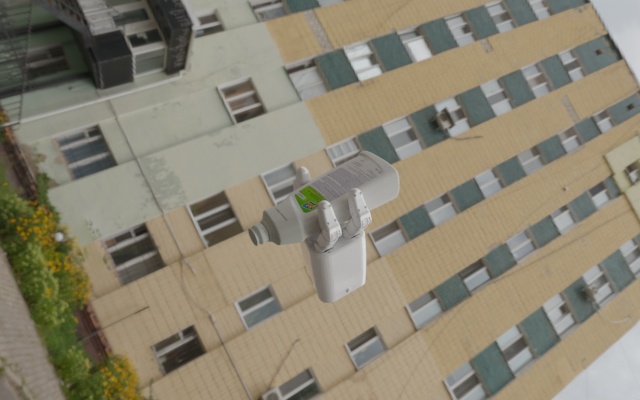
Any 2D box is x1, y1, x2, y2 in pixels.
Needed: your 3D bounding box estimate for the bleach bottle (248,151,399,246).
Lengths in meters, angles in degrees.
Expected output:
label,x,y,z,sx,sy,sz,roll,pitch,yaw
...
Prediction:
label,x,y,z,sx,sy,sz,roll,pitch,yaw
bleach bottle,0.000,0.002,0.752,0.251,0.068,0.102,-25,38,-25
